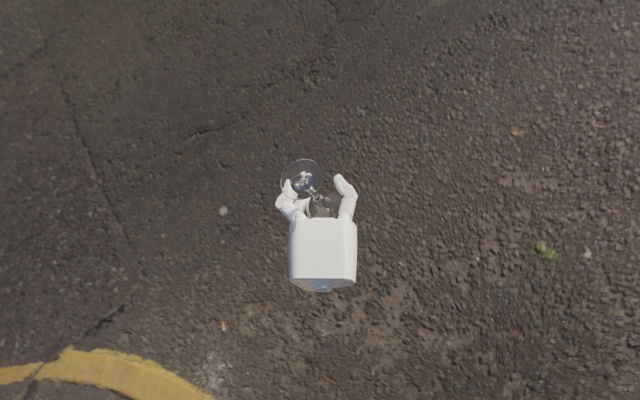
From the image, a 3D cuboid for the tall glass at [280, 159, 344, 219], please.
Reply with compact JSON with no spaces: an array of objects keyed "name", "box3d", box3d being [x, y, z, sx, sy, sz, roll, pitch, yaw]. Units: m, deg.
[{"name":"tall glass","box3d":[0.000,0.002,0.869,0.079,0.079,0.201,0,-22,20]}]
